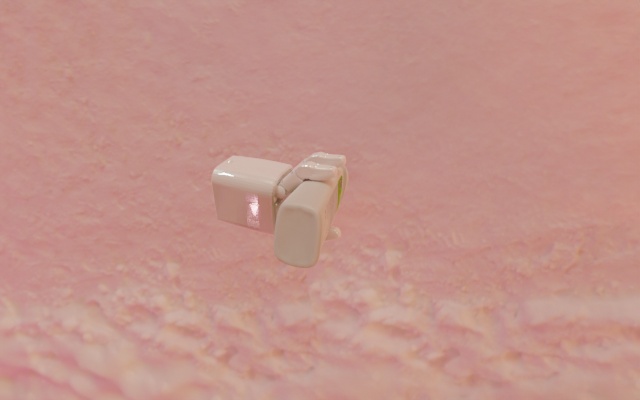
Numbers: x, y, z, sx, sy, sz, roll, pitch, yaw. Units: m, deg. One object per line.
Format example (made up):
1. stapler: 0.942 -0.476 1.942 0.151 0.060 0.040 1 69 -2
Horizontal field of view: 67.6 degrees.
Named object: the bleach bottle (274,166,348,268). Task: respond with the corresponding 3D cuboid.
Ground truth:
1. bleach bottle: 0.000 0.002 0.759 0.068 0.103 0.250 12 24 11
